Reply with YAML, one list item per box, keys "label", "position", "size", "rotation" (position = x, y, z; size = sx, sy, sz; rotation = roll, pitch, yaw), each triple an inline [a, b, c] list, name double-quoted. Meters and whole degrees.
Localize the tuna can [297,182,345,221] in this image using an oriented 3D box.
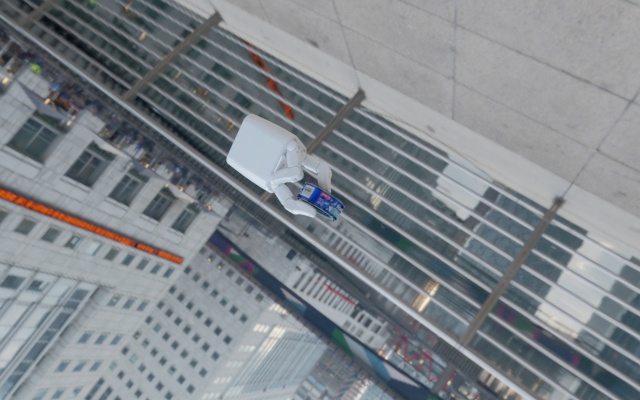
- label: "tuna can"
  position: [0.000, 0.003, 0.872]
  size: [0.086, 0.033, 0.086]
  rotation: [31, -8, 5]
